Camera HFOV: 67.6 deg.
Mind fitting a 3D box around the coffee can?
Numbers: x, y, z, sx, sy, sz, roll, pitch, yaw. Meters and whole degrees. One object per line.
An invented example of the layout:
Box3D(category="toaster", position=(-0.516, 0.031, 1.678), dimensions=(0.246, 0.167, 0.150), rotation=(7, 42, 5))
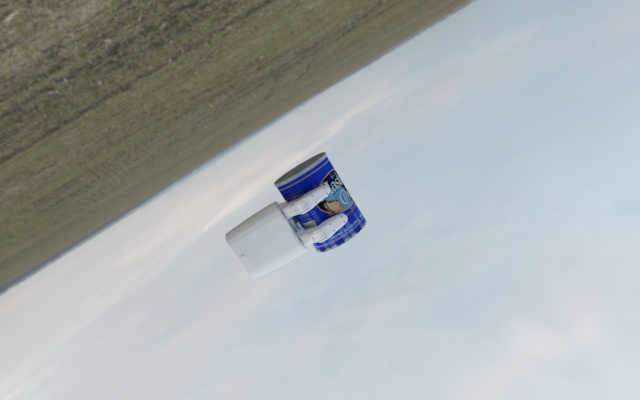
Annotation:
Box3D(category="coffee can", position=(0.000, 0.002, 0.819), dimensions=(0.103, 0.140, 0.102), rotation=(-31, 11, 6))
